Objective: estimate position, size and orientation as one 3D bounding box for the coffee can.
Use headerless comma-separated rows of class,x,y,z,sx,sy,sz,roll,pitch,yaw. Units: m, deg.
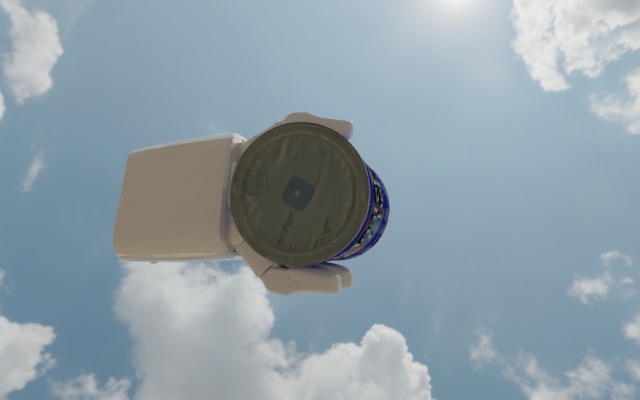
coffee can,0.000,0.001,0.401,0.103,0.103,0.140,0,-5,14
